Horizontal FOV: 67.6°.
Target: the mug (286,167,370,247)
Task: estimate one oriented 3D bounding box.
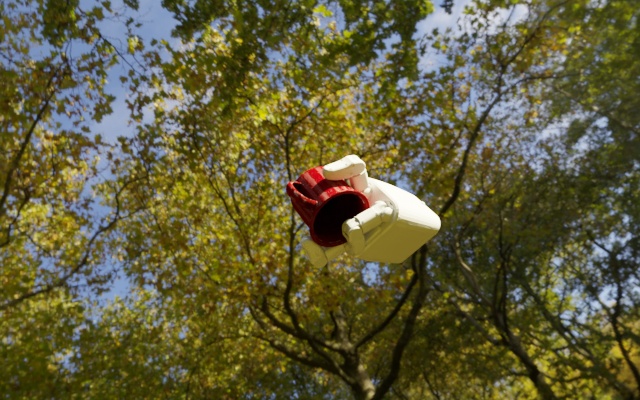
[{"bbox_3d":[-0.001,0.002,0.664,0.117,0.093,0.081,17,22,-39],"label":"mug"}]
